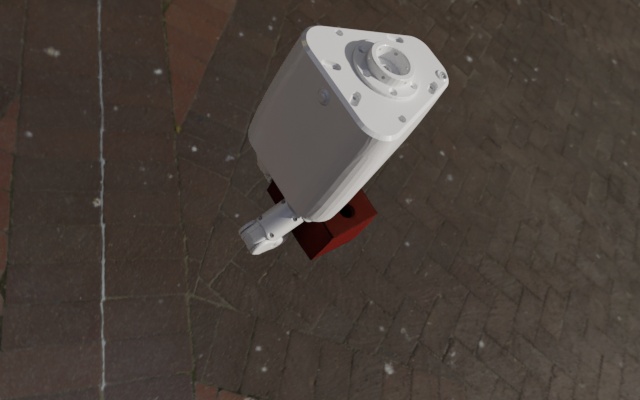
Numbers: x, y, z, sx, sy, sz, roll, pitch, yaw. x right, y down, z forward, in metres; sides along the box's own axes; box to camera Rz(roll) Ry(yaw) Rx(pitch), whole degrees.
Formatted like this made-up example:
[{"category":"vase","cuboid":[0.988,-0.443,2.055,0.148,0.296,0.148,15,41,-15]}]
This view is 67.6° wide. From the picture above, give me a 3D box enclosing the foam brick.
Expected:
[{"category":"foam brick","cuboid":[0.000,0.002,0.411,0.053,0.078,0.051,-25,-14,-35]}]
